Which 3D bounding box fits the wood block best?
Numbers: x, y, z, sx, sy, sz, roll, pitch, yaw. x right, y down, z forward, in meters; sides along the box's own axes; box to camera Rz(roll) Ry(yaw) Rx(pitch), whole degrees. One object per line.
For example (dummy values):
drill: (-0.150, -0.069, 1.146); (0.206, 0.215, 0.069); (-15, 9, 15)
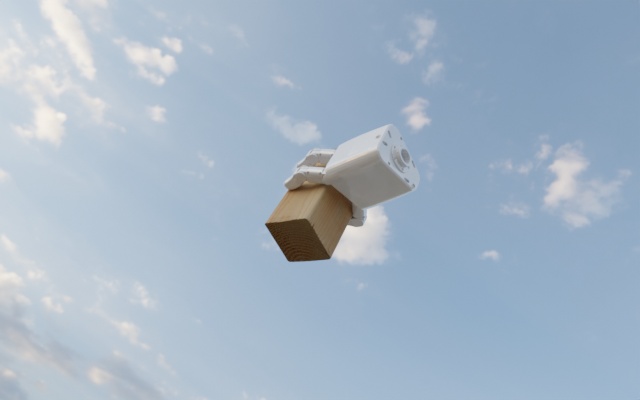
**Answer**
wood block: (0.001, 0.003, 0.839); (0.090, 0.091, 0.206); (-9, 34, 34)
